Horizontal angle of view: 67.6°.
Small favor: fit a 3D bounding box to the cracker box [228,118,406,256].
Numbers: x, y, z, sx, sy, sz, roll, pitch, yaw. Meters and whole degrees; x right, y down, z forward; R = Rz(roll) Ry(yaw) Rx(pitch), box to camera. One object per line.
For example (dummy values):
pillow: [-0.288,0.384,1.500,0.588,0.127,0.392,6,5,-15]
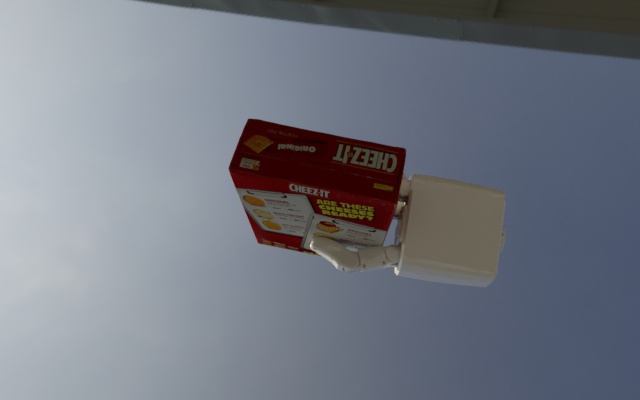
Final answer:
cracker box: [0.000,0.002,0.549,0.164,0.072,0.214,11,-24,6]
